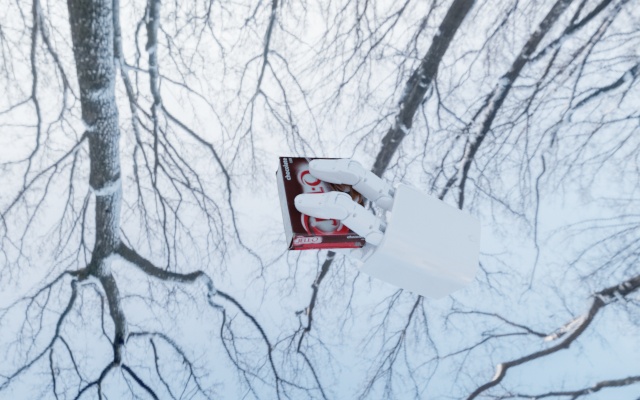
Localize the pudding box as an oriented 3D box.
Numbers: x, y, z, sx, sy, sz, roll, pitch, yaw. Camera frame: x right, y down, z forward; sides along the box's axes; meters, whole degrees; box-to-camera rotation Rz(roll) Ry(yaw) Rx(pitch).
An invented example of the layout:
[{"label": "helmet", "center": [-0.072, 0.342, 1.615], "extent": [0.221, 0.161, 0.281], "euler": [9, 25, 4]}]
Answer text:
[{"label": "pudding box", "center": [0.000, 0.002, 0.548], "extent": [0.090, 0.113, 0.039], "euler": [0, -39, -19]}]
